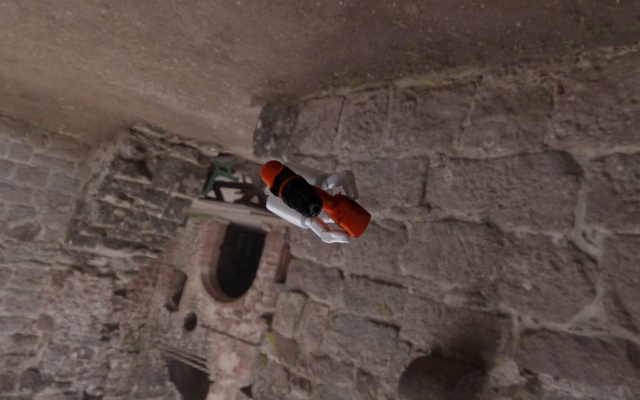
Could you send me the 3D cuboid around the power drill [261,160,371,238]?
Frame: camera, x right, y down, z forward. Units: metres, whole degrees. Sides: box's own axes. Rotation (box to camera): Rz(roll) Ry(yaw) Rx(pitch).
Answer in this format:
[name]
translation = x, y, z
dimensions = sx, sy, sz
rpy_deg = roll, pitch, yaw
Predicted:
[power drill]
translation = 0.000, 0.003, 0.832
dimensions = 0.188, 0.057, 0.184
rpy_deg = 28, 9, -37
